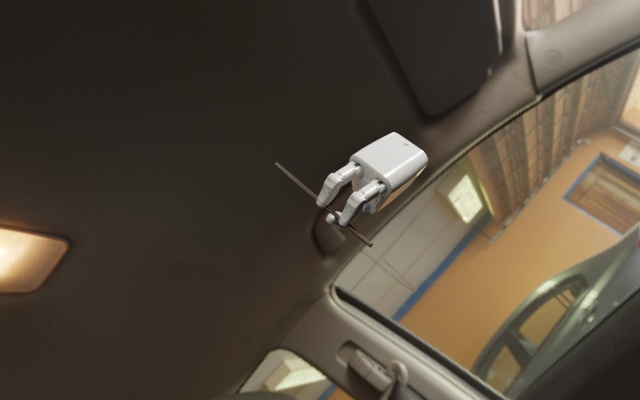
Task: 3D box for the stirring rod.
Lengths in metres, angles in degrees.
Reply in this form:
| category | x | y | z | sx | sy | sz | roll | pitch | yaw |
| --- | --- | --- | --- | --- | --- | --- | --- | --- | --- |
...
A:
| category | x | y | z | sx | sy | sz | roll | pitch | yaw |
| --- | --- | --- | --- | --- | --- | --- | --- | --- | --- |
| stirring rod | 0.000 | 0.003 | 0.819 | 0.239 | 0.011 | 0.011 | 41 | 21 | 27 |
